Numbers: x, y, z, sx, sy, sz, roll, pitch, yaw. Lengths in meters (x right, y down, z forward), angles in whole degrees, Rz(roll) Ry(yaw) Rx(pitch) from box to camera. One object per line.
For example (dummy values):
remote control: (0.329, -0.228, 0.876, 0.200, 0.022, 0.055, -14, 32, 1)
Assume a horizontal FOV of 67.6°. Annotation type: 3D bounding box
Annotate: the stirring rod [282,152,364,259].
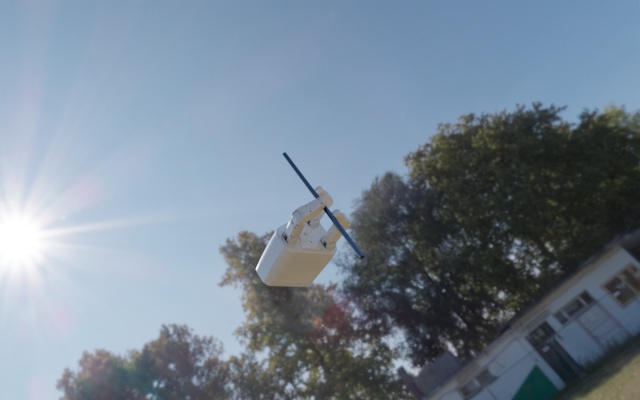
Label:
stirring rod: (0.000, 0.003, 0.793, 0.011, 0.239, 0.011, -28, -28, -17)
